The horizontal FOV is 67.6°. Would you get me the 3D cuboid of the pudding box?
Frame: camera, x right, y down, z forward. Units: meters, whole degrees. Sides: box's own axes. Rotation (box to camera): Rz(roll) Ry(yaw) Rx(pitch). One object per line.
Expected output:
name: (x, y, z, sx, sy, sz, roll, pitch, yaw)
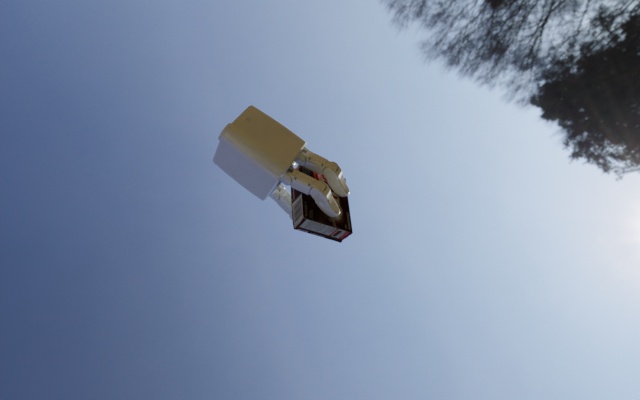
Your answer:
pudding box: (0.000, 0.003, 0.752, 0.090, 0.113, 0.039, 18, -41, -27)
